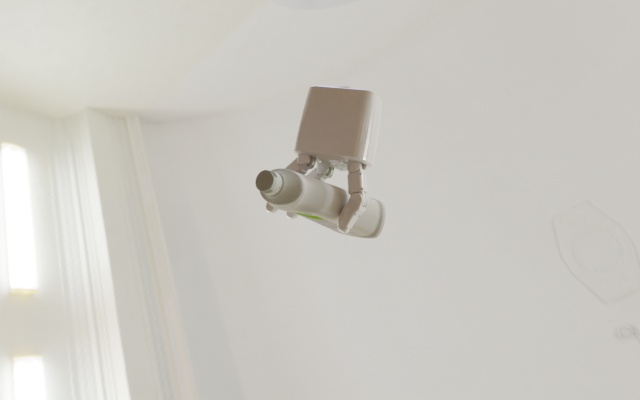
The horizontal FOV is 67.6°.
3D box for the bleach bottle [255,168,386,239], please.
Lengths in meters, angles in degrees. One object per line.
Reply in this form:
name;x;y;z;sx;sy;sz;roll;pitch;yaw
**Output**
bleach bottle;0.000;0.002;0.700;0.102;0.068;0.251;6;-9;32
